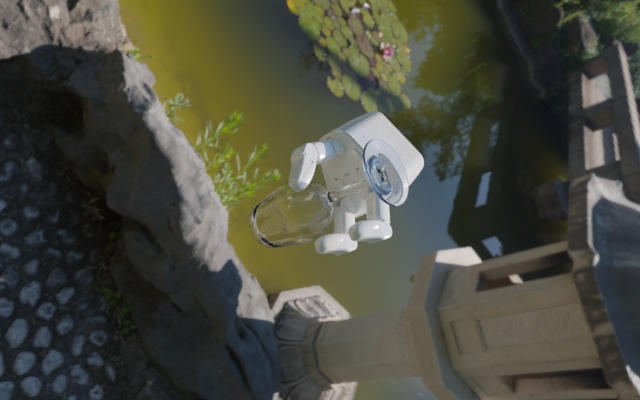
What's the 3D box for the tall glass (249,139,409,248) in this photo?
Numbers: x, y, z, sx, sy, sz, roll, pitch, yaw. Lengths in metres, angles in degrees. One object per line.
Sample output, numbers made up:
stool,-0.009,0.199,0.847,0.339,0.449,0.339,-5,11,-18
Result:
tall glass,0.000,0.002,0.558,0.201,0.079,0.079,-24,-16,40
